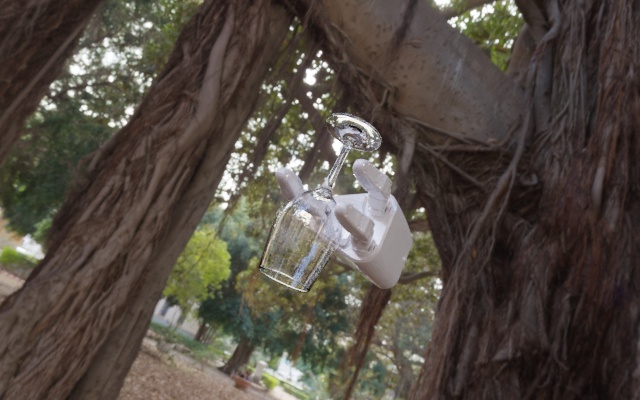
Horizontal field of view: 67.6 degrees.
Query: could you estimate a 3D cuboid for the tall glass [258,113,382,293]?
[{"bbox_3d":[0.000,0.001,0.549,0.079,0.201,0.079,23,-20,9],"label":"tall glass"}]
